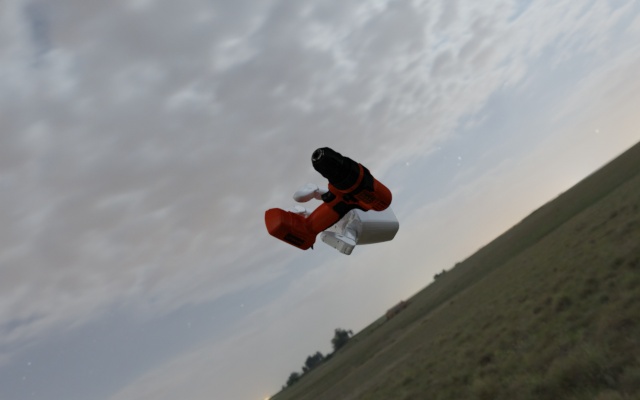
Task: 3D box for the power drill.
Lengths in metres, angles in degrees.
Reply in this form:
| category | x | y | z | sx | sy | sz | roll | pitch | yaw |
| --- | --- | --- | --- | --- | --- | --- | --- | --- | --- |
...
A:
| category | x | y | z | sx | sy | sz | roll | pitch | yaw |
| --- | --- | --- | --- | --- | --- | --- | --- | --- | --- |
| power drill | 0.000 | 0.003 | 0.773 | 0.188 | 0.057 | 0.184 | -32 | -42 | 26 |
